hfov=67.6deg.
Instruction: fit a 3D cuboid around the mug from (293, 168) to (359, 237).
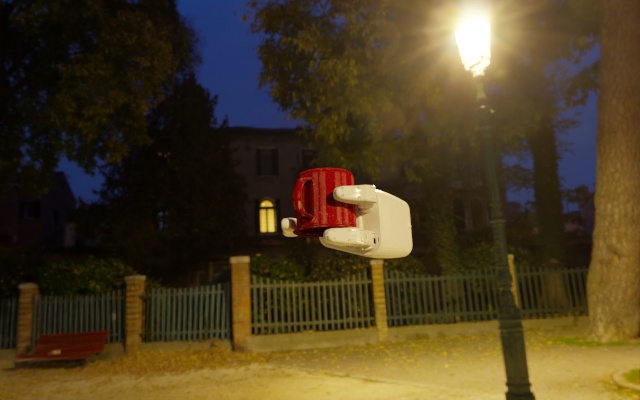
[{"bbox_3d":[-0.001,0.002,0.649,0.093,0.081,0.117,-11,-15,34],"label":"mug"}]
